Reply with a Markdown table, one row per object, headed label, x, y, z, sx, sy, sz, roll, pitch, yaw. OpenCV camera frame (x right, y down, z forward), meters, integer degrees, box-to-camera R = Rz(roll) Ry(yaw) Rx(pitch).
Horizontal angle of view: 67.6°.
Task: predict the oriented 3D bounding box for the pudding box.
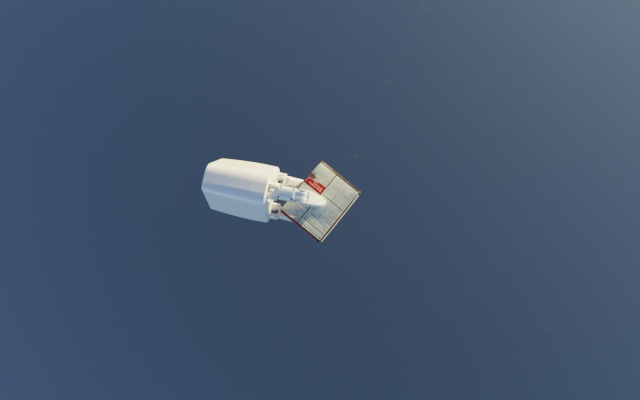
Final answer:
| label | x | y | z | sx | sy | sz | roll | pitch | yaw |
| --- | --- | --- | --- | --- | --- | --- | --- | --- | --- |
| pudding box | 0.000 | 0.003 | 0.815 | 0.090 | 0.113 | 0.039 | 39 | -2 | 4 |
